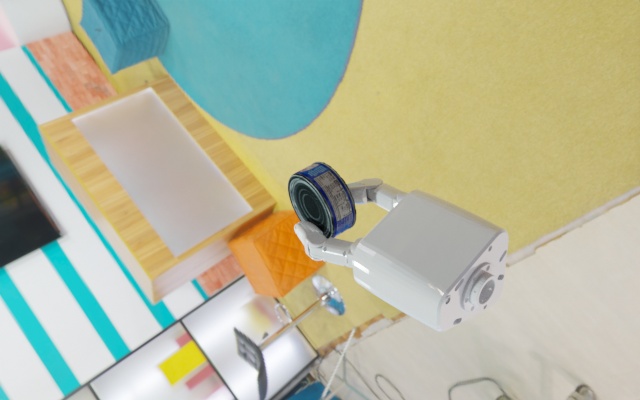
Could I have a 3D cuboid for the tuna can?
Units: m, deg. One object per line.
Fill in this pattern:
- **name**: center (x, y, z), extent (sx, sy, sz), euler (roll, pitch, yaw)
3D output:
- **tuna can**: center (0.000, 0.002, 0.536), extent (0.033, 0.086, 0.086), euler (-29, 14, -26)
